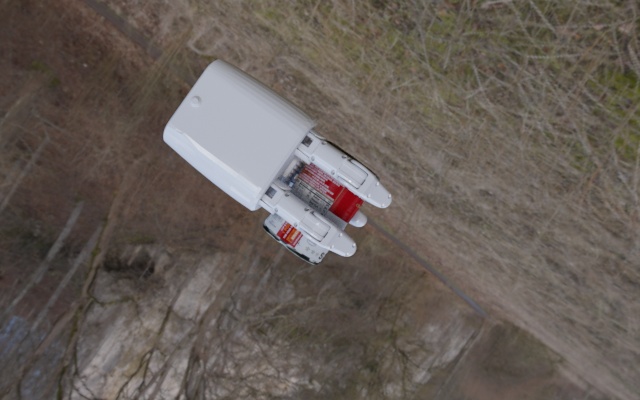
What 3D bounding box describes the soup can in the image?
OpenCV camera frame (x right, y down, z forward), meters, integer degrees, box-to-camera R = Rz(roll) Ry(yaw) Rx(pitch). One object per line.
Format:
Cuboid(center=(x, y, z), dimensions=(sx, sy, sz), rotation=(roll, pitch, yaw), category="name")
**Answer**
Cuboid(center=(0.000, 0.002, 0.457), dimensions=(0.068, 0.102, 0.068), rotation=(36, 1, -1), category="soup can")
